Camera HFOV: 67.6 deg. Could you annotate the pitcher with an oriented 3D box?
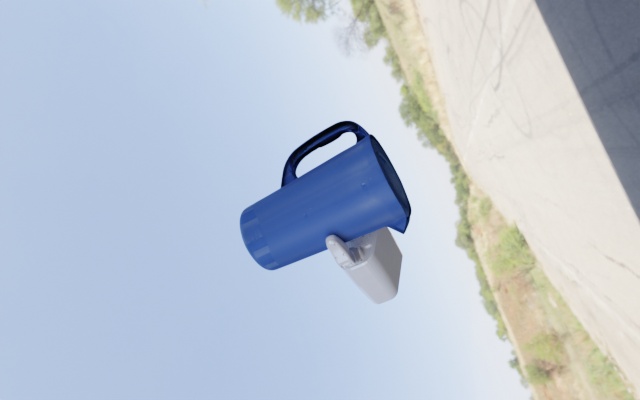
[{"bbox_3d":[0.000,0.003,0.717,0.243,0.145,0.149,-26,37,16],"label":"pitcher"}]
